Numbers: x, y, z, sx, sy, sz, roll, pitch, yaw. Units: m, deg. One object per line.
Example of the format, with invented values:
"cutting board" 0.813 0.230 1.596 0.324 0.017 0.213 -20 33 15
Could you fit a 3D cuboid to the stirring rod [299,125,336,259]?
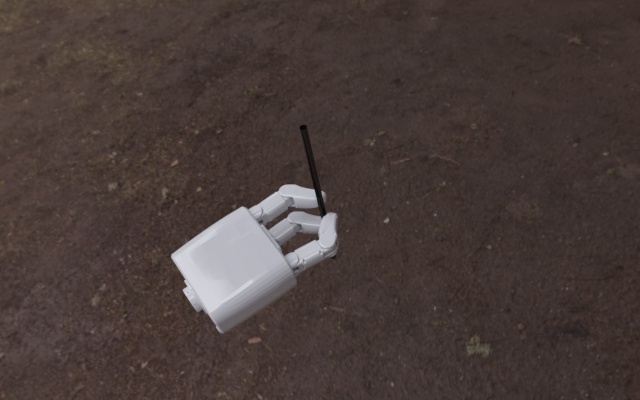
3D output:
"stirring rod" 0.000 0.002 0.589 0.011 0.011 0.240 0 -41 12
